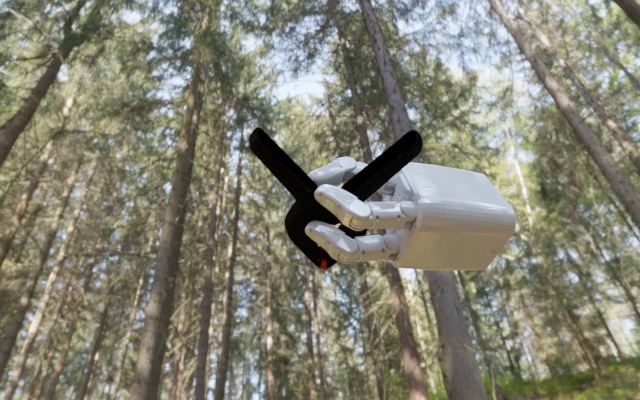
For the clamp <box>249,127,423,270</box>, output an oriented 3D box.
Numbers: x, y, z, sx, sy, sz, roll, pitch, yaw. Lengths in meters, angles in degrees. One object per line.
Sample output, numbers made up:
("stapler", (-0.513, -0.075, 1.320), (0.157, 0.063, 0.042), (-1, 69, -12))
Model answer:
("clamp", (0.000, 0.001, 0.514), (0.164, 0.036, 0.210), (6, -44, -10))
